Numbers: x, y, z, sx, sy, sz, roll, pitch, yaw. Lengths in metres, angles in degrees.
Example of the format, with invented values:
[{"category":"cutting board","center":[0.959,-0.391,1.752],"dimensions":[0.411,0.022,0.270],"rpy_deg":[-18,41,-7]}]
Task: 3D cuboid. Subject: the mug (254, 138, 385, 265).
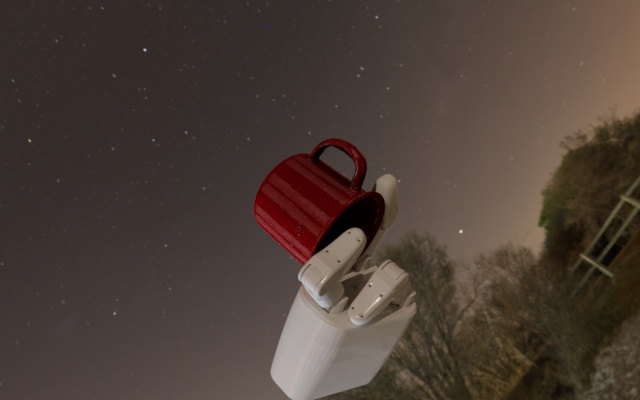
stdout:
[{"category":"mug","center":[0.000,0.000,0.414],"dimensions":[0.081,0.117,0.093],"rpy_deg":[38,30,29]}]
